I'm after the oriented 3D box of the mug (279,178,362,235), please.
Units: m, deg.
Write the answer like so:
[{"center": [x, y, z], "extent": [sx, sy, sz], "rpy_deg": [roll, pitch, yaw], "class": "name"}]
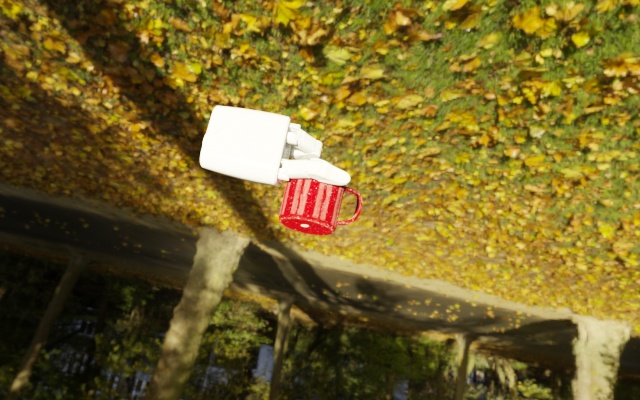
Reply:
[{"center": [0.001, 0.003, 0.673], "extent": [0.117, 0.081, 0.093], "rpy_deg": [12, -17, 2], "class": "mug"}]
